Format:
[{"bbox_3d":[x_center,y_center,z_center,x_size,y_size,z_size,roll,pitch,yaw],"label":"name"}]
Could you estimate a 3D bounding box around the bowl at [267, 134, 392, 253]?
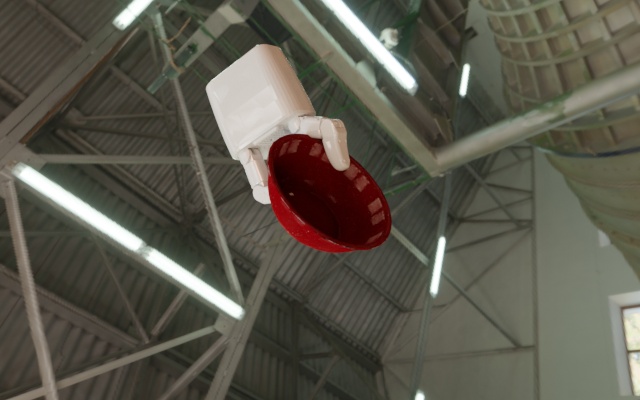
[{"bbox_3d":[0.000,0.003,0.533,0.162,0.162,0.055,0,-38,-44],"label":"bowl"}]
